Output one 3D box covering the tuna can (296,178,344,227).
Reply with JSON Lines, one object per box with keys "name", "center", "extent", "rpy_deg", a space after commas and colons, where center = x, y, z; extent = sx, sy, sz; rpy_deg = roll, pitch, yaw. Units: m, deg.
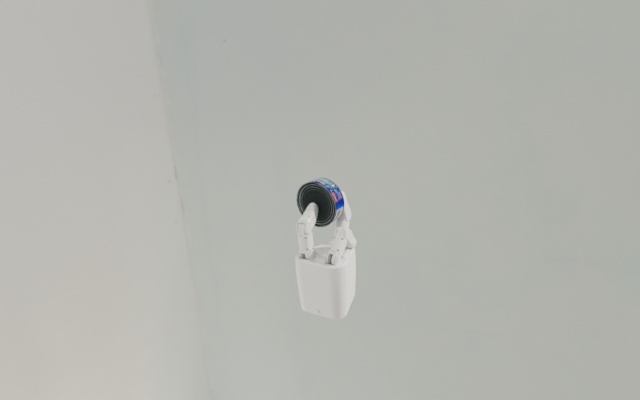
{"name": "tuna can", "center": [0.000, 0.003, 0.865], "extent": [0.086, 0.086, 0.033], "rpy_deg": [0, 19, 38]}
